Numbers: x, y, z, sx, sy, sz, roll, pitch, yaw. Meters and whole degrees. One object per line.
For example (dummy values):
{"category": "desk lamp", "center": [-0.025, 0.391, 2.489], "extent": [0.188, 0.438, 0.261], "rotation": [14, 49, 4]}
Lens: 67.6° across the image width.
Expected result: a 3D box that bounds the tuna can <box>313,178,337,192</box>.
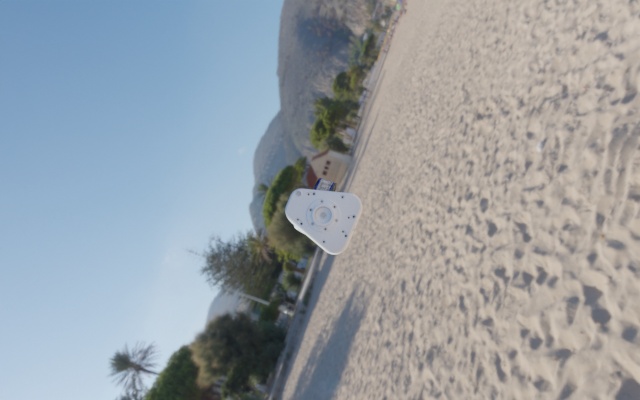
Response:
{"category": "tuna can", "center": [0.000, 0.003, 0.881], "extent": [0.034, 0.086, 0.086], "rotation": [19, 2, 6]}
